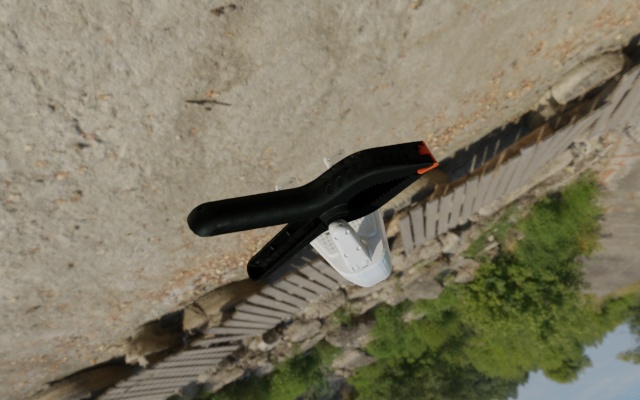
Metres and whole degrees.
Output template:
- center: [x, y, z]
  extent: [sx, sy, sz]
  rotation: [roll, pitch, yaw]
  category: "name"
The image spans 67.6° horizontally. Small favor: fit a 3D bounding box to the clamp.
- center: [0.001, 0.002, 0.408]
  extent: [0.210, 0.036, 0.165]
  rotation: [-29, -23, 4]
  category: "clamp"
